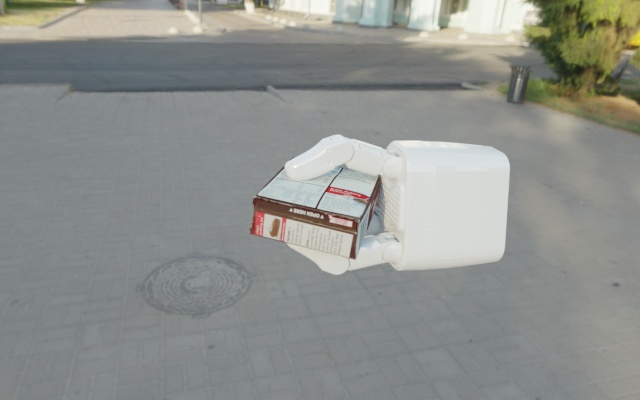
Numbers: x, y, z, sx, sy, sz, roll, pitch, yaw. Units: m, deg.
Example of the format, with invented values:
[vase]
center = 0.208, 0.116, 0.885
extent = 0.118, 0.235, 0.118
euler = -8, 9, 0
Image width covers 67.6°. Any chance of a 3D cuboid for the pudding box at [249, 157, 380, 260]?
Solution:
[pudding box]
center = 0.000, 0.001, 0.418
extent = 0.090, 0.039, 0.113
euler = 12, 23, 10
